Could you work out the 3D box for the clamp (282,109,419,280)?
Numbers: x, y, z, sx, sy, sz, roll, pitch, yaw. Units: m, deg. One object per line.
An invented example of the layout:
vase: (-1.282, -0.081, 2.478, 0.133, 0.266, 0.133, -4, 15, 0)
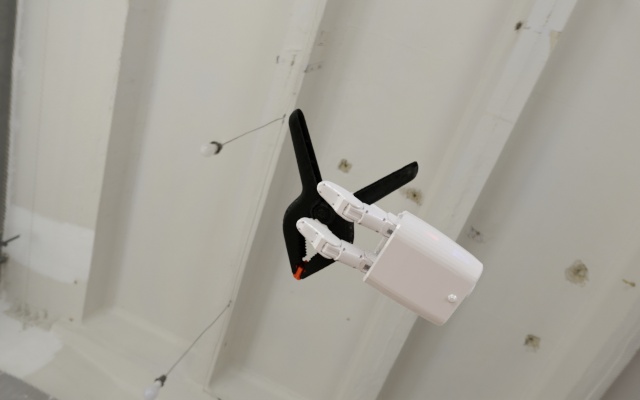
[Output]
clamp: (0.000, 0.002, 0.590, 0.164, 0.210, 0.036, 33, 24, 10)
